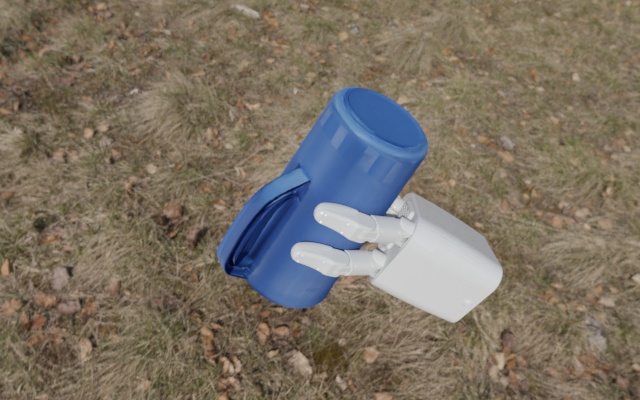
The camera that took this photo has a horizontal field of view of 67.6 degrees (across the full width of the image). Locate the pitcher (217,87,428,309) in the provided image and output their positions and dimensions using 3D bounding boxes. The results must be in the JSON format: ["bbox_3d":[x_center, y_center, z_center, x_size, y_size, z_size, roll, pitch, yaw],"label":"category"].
[{"bbox_3d":[0.000,0.002,0.522,0.145,0.243,0.149,29,36,-6],"label":"pitcher"}]
